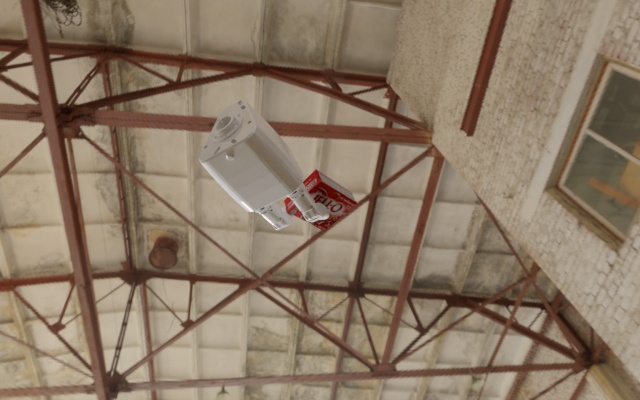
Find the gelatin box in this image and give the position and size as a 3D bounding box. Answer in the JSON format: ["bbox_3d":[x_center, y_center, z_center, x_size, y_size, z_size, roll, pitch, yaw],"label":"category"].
[{"bbox_3d":[0.000,0.002,0.730,0.073,0.030,0.089,-42,-46,19],"label":"gelatin box"}]
